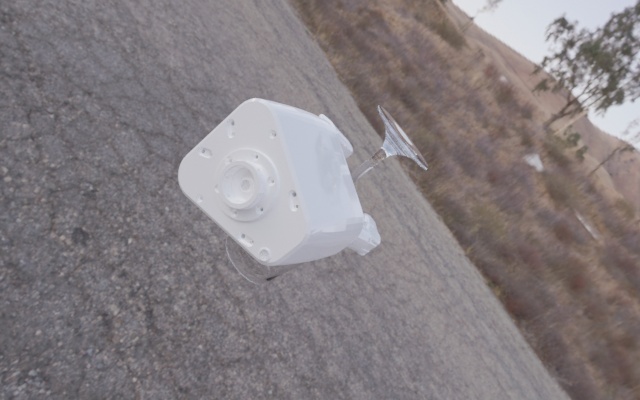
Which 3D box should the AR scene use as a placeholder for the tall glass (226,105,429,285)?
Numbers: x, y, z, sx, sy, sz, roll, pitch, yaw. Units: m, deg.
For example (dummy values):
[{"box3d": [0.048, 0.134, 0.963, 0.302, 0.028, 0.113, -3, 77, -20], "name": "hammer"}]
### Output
[{"box3d": [0.001, 0.001, 0.459, 0.201, 0.079, 0.079, -38, -14, 18], "name": "tall glass"}]
